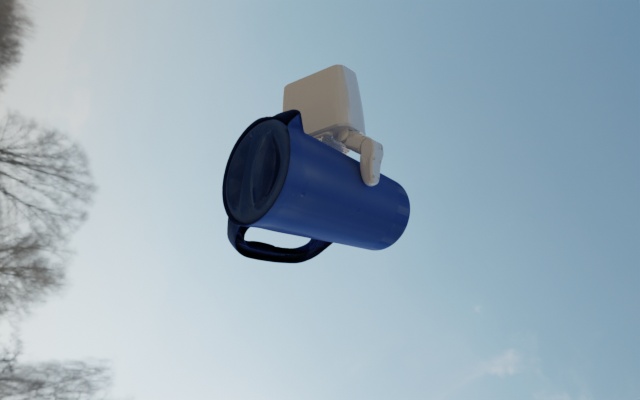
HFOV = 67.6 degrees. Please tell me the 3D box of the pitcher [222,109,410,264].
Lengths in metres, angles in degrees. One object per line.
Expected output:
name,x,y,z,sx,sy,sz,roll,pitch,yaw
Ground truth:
pitcher,0.000,0.002,0.626,0.243,0.145,0.149,19,-34,-40
